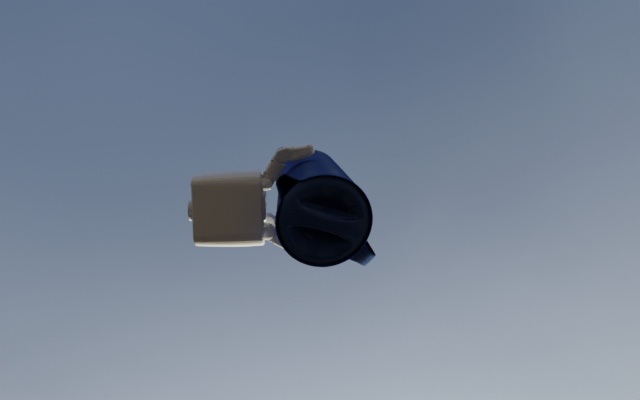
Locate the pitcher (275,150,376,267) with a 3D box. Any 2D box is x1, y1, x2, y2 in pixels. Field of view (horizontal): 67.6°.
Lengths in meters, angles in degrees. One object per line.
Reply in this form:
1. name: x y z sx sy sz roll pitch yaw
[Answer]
1. pitcher: 0.000 0.002 0.752 0.145 0.149 0.242 -3 18 -5
